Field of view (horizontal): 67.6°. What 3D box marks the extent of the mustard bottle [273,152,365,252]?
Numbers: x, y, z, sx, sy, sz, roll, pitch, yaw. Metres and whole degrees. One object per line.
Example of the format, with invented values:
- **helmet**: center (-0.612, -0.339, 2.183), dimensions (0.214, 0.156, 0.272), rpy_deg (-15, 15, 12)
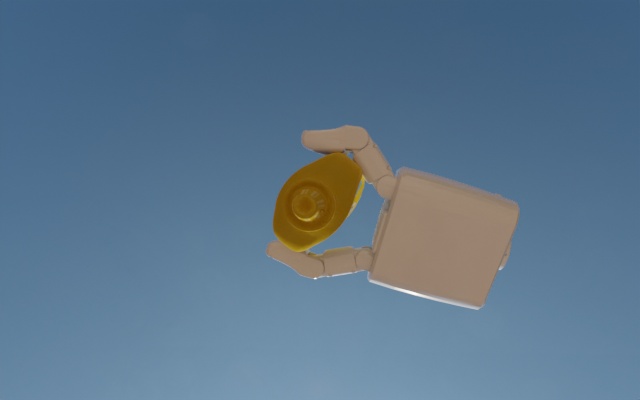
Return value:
- **mustard bottle**: center (0.000, 0.001, 0.439), dimensions (0.058, 0.096, 0.191), rpy_deg (41, 6, 3)
